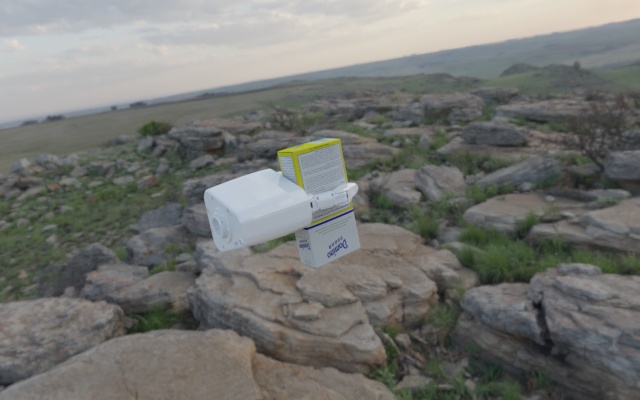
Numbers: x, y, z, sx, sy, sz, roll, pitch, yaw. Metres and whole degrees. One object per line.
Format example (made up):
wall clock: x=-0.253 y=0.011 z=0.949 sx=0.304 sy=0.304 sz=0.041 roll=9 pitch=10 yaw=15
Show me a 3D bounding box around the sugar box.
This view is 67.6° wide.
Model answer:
sugar box: x=0.000 y=0.002 z=0.713 sx=0.093 sy=0.176 sz=0.048 roll=-20 pitch=18 yaw=-34
